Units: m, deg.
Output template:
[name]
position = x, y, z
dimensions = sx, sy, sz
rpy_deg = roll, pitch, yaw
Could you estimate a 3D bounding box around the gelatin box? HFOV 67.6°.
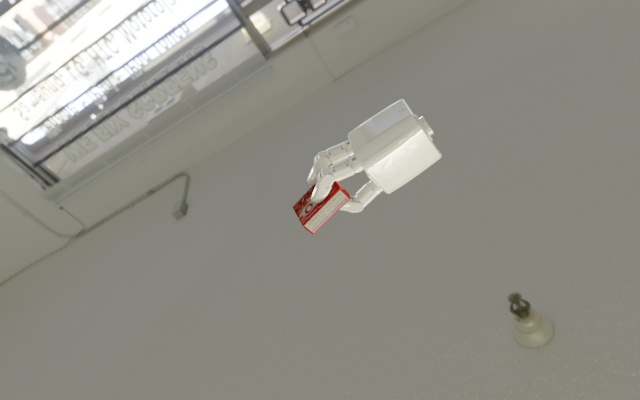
[gelatin box]
position = 0.000, 0.003, 0.787
dimensions = 0.030, 0.089, 0.073
rpy_deg = 41, 7, -29
